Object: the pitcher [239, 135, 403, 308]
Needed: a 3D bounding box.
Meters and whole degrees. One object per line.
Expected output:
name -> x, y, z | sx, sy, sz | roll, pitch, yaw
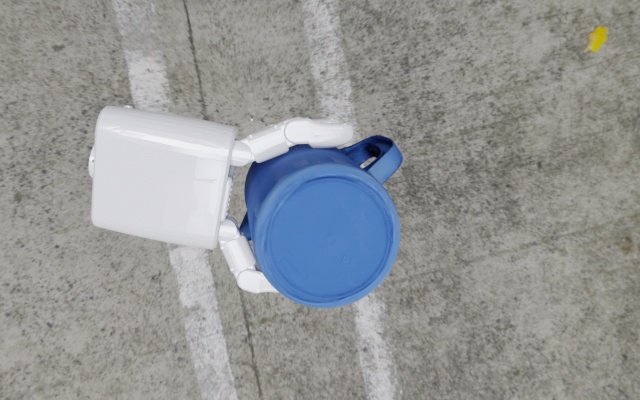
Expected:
pitcher -> 0.000, 0.001, 0.451 | 0.145, 0.149, 0.243 | 11, 8, -9
